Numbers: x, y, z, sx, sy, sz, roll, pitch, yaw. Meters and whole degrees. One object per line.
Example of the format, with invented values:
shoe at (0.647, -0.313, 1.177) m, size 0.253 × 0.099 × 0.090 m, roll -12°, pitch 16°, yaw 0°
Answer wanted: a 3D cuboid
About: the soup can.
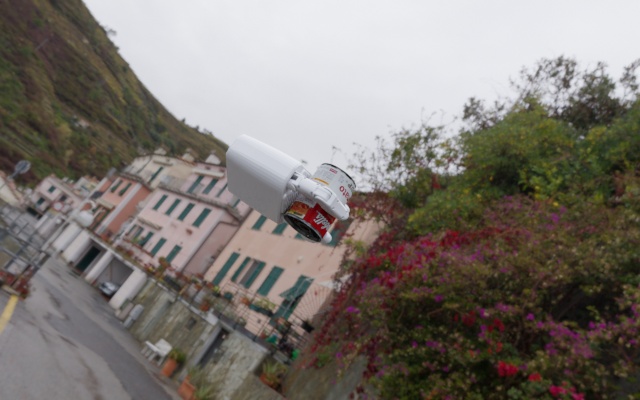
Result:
soup can at (0.001, 0.002, 0.724) m, size 0.068 × 0.102 × 0.068 m, roll 31°, pitch -19°, yaw 12°
